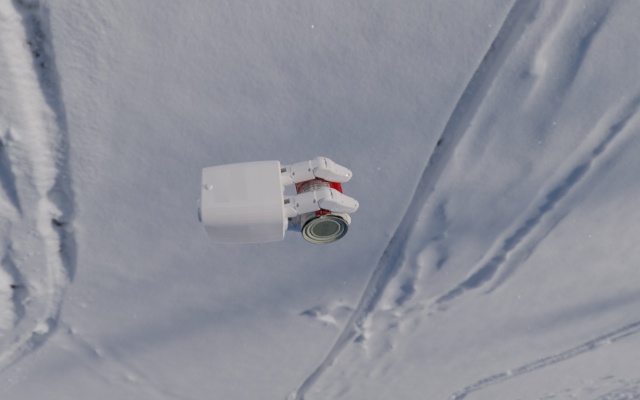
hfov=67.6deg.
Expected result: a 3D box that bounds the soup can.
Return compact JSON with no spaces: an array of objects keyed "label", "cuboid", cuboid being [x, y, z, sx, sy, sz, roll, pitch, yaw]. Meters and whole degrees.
[{"label":"soup can","cuboid":[0.001,0.002,0.681,0.068,0.102,0.069,-6,-38,-5]}]
